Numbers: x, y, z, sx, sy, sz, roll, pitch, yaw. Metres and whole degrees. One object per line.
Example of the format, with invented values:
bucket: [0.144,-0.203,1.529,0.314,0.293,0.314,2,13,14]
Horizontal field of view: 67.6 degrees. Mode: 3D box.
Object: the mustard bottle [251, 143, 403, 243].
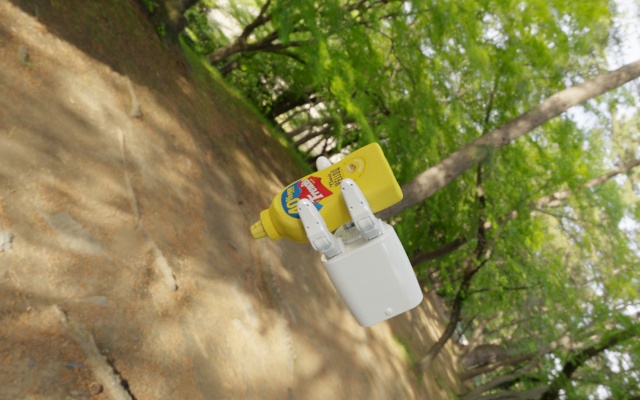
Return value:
mustard bottle: [0.000,0.002,0.596,0.191,0.058,0.096,-26,39,9]
